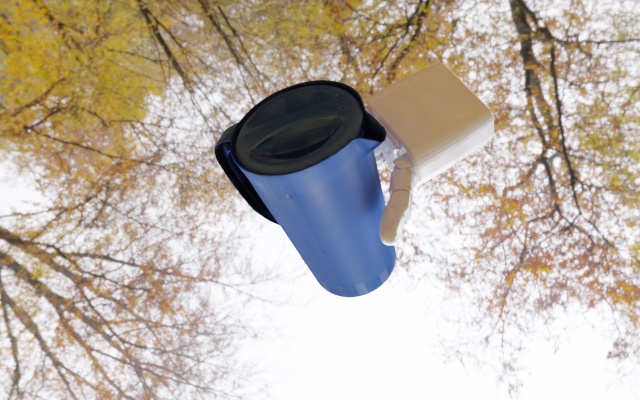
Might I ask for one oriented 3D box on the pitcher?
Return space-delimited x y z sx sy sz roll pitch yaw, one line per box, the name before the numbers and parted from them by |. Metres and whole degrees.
pitcher | 0.000 0.002 0.529 0.145 0.243 0.149 -32 45 -8
